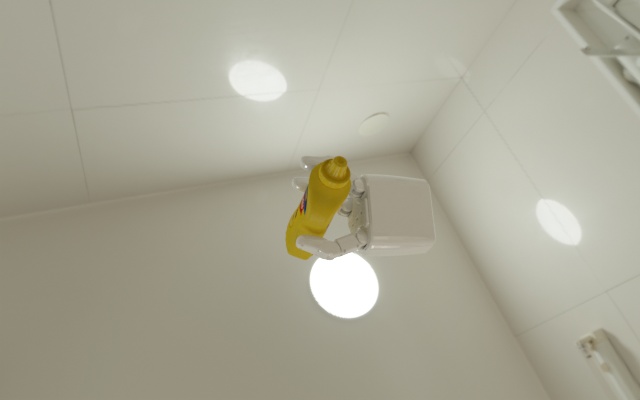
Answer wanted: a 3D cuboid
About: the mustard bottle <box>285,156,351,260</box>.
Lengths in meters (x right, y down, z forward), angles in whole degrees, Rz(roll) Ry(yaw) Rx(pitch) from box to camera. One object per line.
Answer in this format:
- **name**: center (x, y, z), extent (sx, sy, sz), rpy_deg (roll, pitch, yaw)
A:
- **mustard bottle**: center (0.000, 0.002, 0.672), extent (0.058, 0.096, 0.192), rpy_deg (21, -36, -5)
